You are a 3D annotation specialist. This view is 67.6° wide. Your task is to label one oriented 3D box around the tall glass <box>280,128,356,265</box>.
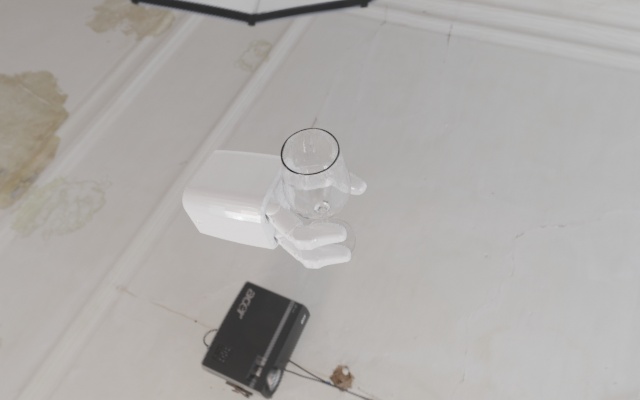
[{"bbox_3d":[0.000,0.002,0.573,0.079,0.079,0.201,0,-32,7],"label":"tall glass"}]
